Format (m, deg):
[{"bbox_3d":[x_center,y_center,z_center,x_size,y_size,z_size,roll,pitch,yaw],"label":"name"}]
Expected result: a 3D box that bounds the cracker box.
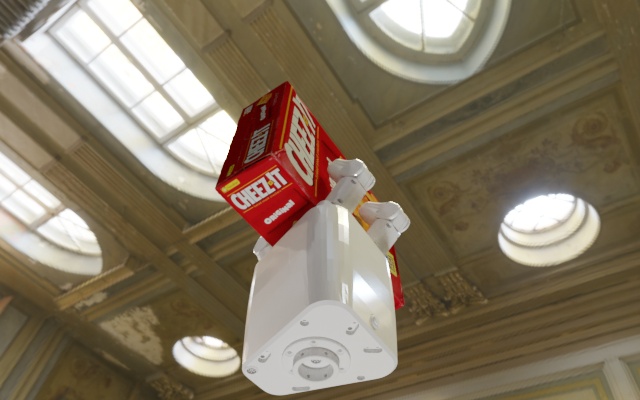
[{"bbox_3d":[0.000,0.002,0.498,0.072,0.214,0.164,-29,29,19],"label":"cracker box"}]
